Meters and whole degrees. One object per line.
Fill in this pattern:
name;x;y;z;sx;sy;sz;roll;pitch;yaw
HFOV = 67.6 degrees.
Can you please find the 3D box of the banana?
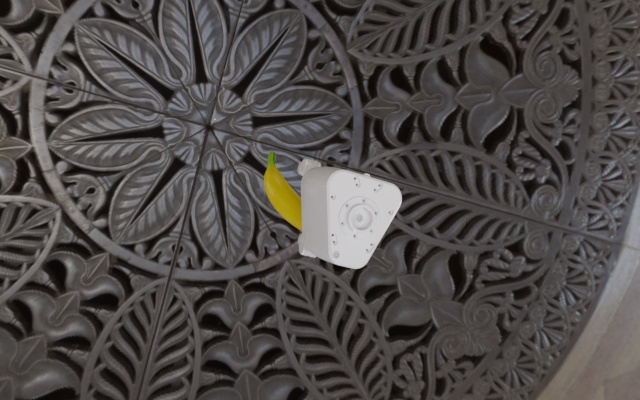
banana;-0.013;0.015;0.698;0.198;0.069;0.037;40;-15;-13
